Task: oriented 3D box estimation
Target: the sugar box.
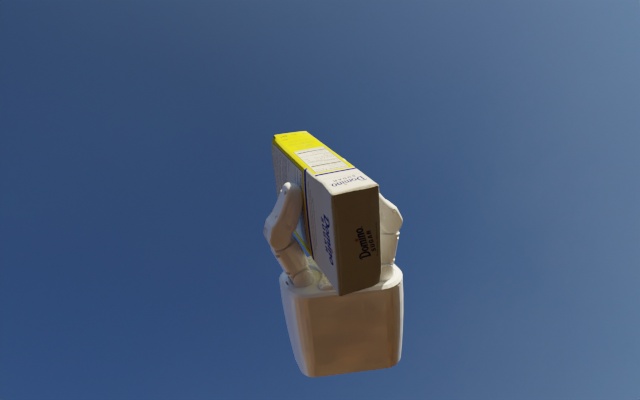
[{"bbox_3d":[0.001,0.001,0.444,0.048,0.093,0.176,-13,26,-19],"label":"sugar box"}]
